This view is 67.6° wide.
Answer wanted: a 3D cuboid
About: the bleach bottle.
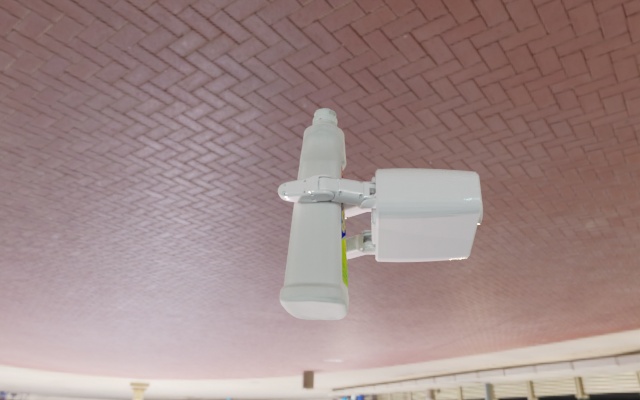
[{"bbox_3d":[0.000,0.002,0.546,0.068,0.250,0.103,0,-24,6],"label":"bleach bottle"}]
